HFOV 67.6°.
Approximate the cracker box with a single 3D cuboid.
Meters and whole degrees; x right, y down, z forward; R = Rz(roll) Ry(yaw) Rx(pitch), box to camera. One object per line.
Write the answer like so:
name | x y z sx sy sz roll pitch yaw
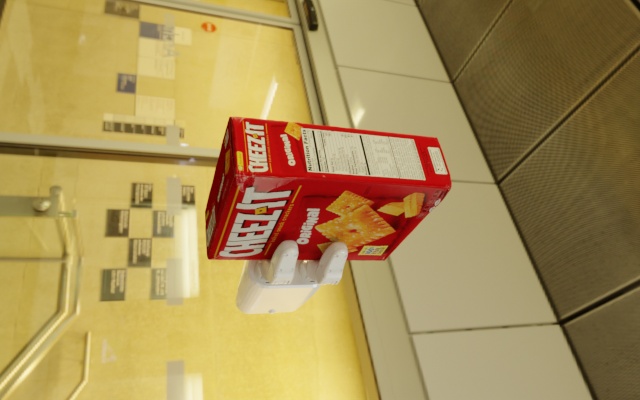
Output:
cracker box | 0.000 0.001 0.493 0.214 0.072 0.164 2 -33 -21
